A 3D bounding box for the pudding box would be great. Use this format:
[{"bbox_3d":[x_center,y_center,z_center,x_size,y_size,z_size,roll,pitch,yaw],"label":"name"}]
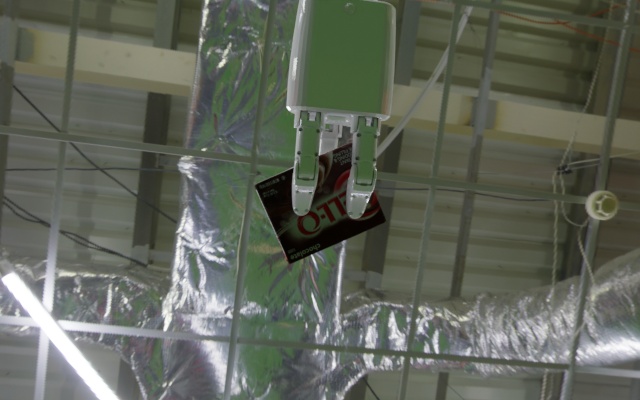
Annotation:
[{"bbox_3d":[0.000,0.002,0.497,0.113,0.090,0.039,-23,7,-2],"label":"pudding box"}]
